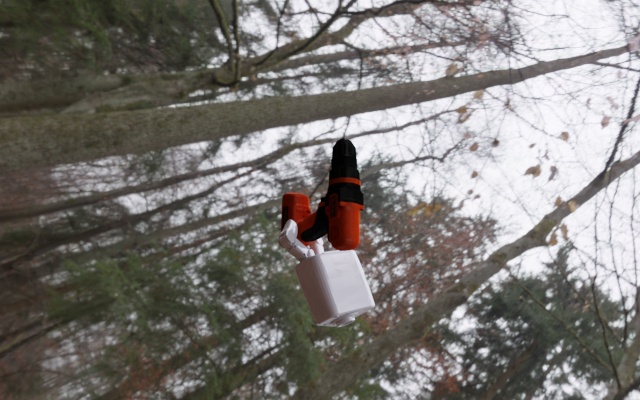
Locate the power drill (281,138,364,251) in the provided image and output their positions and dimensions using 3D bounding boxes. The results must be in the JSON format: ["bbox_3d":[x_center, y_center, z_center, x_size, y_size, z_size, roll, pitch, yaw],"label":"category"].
[{"bbox_3d":[0.000,0.003,0.817,0.057,0.184,0.188,11,-19,-31],"label":"power drill"}]
